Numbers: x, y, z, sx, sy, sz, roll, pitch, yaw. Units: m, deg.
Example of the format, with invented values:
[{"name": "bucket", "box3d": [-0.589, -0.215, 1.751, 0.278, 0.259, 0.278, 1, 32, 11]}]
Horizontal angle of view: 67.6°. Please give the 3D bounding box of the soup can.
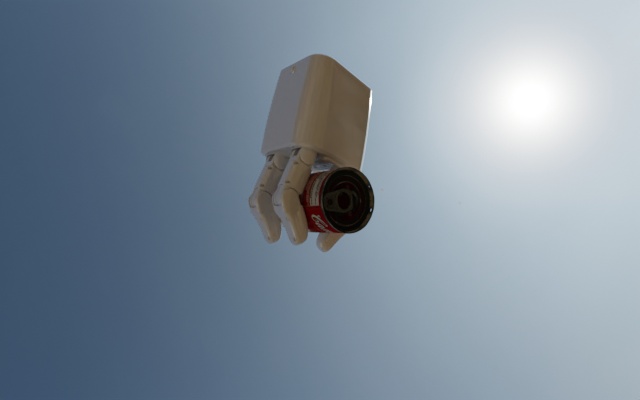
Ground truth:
[{"name": "soup can", "box3d": [0.000, 0.002, 0.523, 0.068, 0.068, 0.102, 0, -2, -35]}]
